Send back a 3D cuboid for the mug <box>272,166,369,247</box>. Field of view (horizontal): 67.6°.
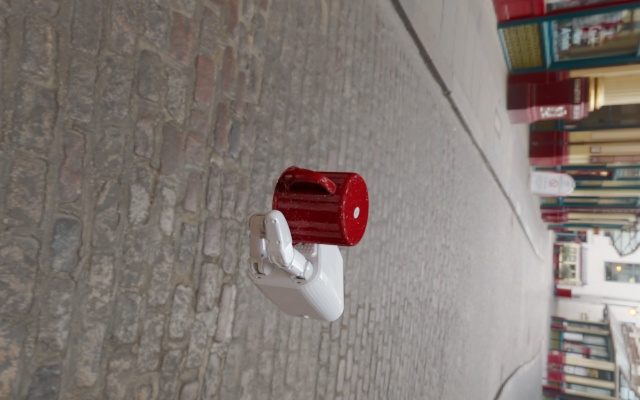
[{"bbox_3d":[0.000,0.001,0.524,0.081,0.093,0.117,3,-33,26],"label":"mug"}]
